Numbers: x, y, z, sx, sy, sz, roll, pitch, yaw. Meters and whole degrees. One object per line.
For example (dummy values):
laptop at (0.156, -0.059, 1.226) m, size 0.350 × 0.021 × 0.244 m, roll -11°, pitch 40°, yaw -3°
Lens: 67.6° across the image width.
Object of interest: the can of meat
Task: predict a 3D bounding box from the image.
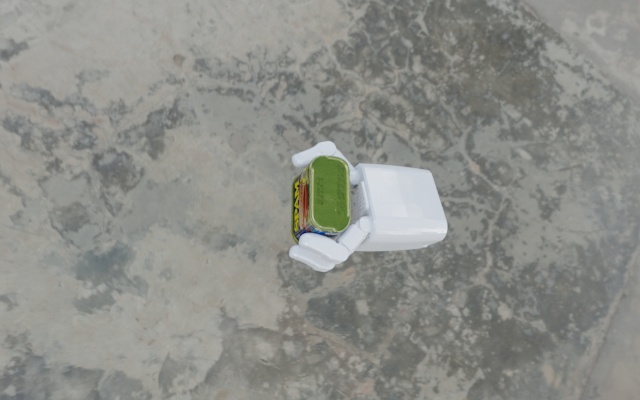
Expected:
can of meat at (0.000, 0.002, 0.607) m, size 0.057 × 0.102 × 0.084 m, roll 5°, pitch -18°, yaw -17°
